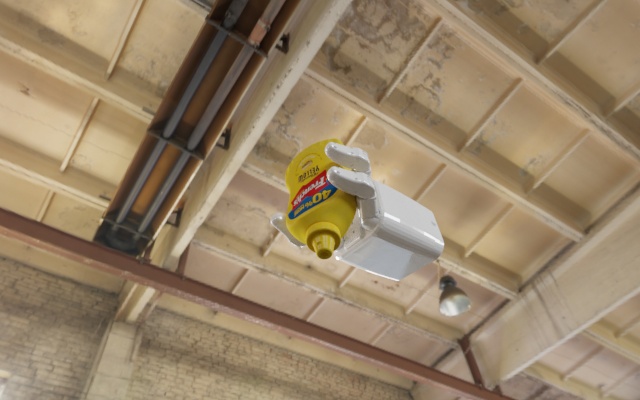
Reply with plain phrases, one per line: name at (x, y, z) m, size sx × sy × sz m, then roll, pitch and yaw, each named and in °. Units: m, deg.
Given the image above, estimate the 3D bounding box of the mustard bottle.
mustard bottle at (0.000, 0.002, 0.606) m, size 0.096 × 0.058 × 0.191 m, roll -30°, pitch 34°, yaw 18°
